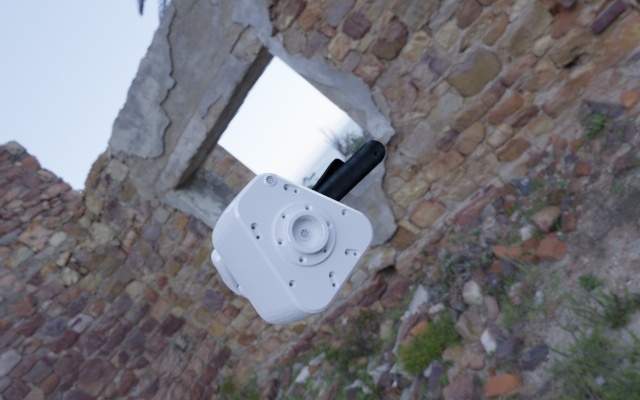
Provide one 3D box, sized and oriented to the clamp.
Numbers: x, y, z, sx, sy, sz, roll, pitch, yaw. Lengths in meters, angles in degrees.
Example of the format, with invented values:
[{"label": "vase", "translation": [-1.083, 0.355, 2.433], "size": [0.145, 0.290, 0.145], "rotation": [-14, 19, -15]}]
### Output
[{"label": "clamp", "translation": [-0.001, 0.001, 0.506], "size": [0.039, 0.171, 0.120], "rotation": [40, -25, -5]}]
